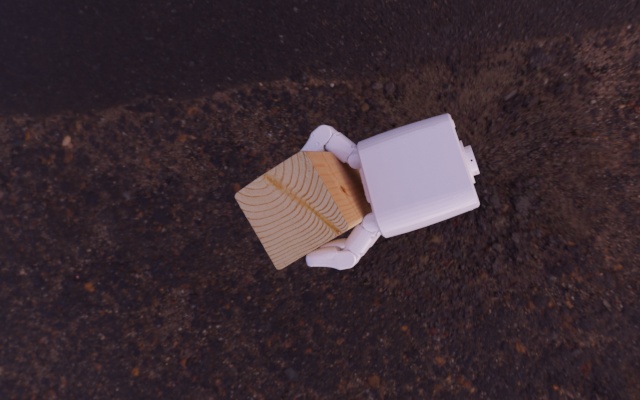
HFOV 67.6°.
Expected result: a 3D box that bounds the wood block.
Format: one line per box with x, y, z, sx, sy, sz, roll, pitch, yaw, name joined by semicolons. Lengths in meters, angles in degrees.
0.000;0.001;0.561;0.090;0.091;0.206;-32;-5;17;wood block
